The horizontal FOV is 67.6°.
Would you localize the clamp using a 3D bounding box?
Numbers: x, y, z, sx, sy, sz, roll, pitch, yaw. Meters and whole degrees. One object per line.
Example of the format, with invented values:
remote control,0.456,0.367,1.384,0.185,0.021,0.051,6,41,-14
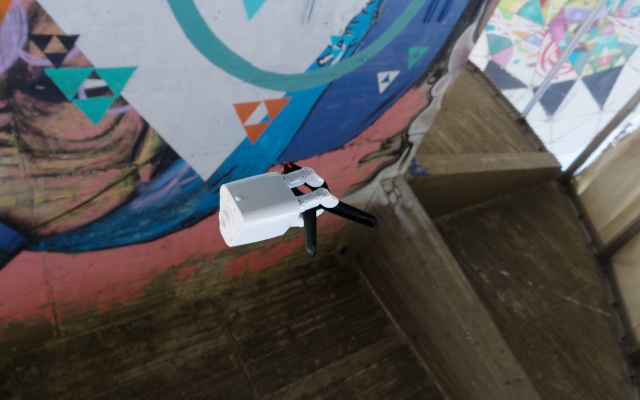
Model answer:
clamp,-0.001,0.003,0.895,0.164,0.210,0.036,-14,-35,-31
